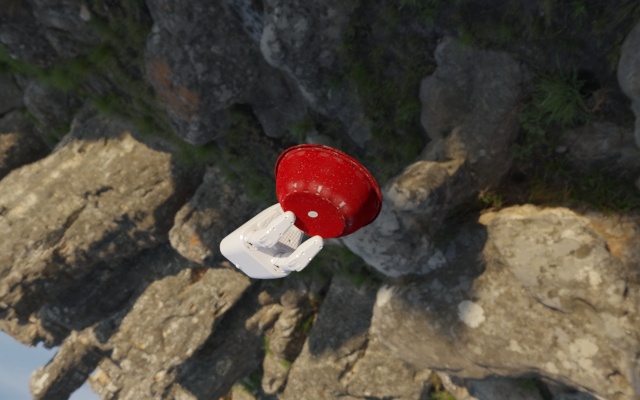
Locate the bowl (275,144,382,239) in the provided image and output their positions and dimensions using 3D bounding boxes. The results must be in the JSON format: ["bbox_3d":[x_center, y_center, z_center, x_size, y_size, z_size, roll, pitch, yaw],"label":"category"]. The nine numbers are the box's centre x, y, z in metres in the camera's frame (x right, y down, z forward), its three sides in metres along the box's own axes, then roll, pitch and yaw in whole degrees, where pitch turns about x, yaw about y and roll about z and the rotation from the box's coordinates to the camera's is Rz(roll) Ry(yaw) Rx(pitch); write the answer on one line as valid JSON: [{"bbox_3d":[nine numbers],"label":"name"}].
[{"bbox_3d":[0.000,0.002,0.653,0.162,0.162,0.055,0,44,31],"label":"bowl"}]
